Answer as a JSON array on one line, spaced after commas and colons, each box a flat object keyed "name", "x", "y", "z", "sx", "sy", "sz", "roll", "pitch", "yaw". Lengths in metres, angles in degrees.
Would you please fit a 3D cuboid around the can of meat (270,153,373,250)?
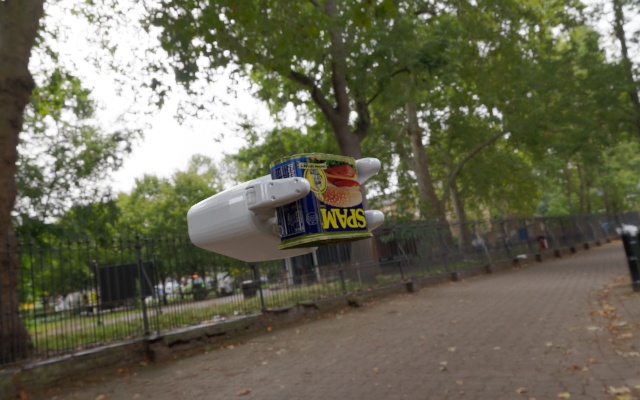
[{"name": "can of meat", "x": 0.000, "y": 0.001, "z": 0.475, "sx": 0.057, "sy": 0.084, "sz": 0.102, "roll": -17, "pitch": -12, "yaw": 39}]
